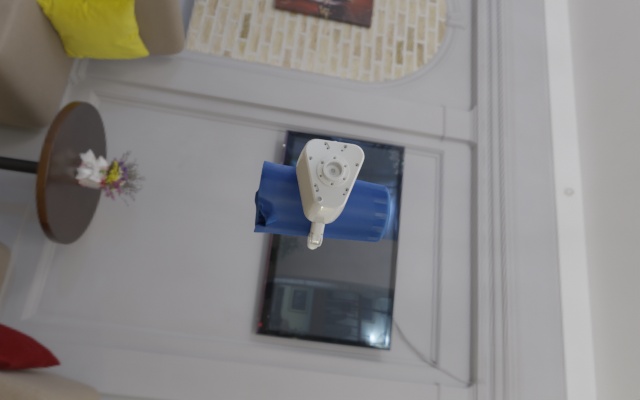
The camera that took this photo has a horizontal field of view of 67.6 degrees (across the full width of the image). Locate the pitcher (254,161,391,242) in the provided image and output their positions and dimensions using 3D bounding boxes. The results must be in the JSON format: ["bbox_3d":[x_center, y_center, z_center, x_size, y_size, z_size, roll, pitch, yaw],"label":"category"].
[{"bbox_3d":[0.000,0.003,0.895,0.243,0.149,0.145,8,-16,-5],"label":"pitcher"}]
